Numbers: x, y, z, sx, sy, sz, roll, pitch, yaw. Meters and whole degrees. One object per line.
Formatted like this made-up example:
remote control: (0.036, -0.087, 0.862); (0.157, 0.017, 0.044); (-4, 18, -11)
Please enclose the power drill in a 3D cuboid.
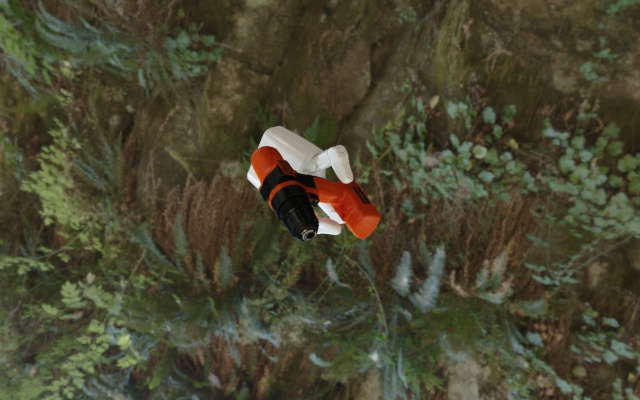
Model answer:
power drill: (0.000, 0.002, 0.698); (0.188, 0.057, 0.184); (19, 29, -41)
